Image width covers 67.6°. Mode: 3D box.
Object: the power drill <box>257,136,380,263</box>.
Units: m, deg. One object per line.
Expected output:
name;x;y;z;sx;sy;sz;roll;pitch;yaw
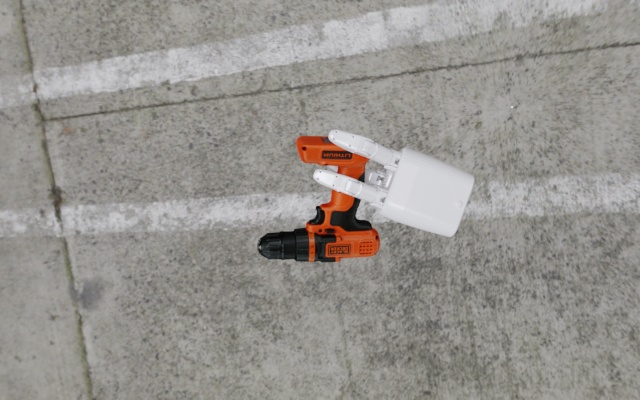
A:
power drill;0.000;0.002;0.694;0.184;0.188;0.057;-2;23;-11
